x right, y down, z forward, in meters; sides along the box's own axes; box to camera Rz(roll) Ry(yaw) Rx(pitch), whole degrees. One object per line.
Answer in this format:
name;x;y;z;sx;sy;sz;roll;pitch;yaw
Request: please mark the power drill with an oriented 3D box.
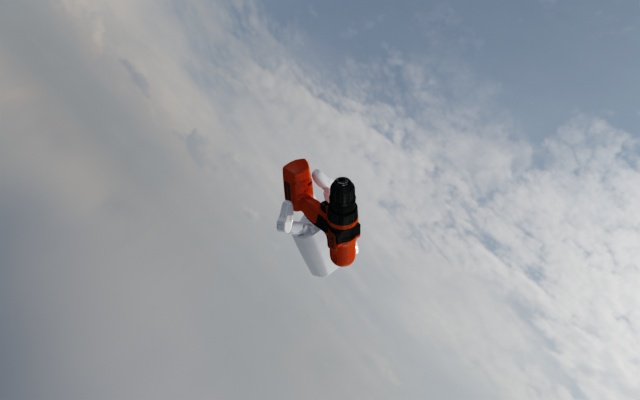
power drill;0.000;0.003;0.838;0.057;0.185;0.187;-21;43;-23
